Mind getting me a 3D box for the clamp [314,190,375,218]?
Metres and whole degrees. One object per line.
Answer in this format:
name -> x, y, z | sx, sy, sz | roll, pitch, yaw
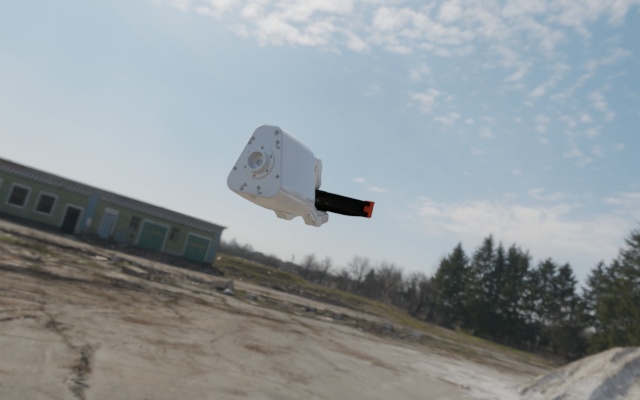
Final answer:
clamp -> 0.001, 0.002, 0.840 | 0.210, 0.036, 0.164 | 10, -7, 25
